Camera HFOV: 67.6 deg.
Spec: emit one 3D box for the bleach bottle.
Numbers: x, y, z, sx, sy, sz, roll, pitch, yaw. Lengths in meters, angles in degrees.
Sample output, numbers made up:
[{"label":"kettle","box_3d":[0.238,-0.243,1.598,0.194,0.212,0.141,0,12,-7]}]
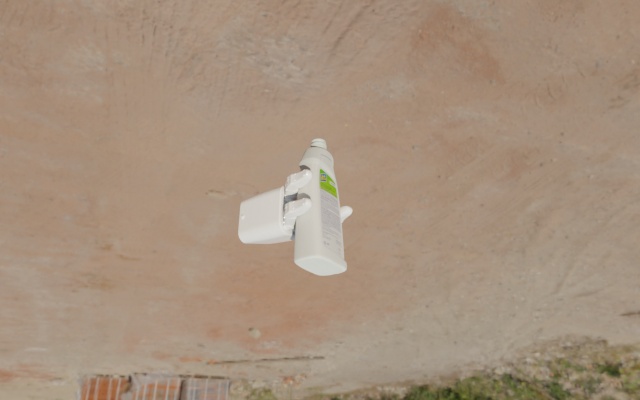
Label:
[{"label":"bleach bottle","box_3d":[0.000,0.003,0.877,0.068,0.250,0.103,-15,-31,29]}]
